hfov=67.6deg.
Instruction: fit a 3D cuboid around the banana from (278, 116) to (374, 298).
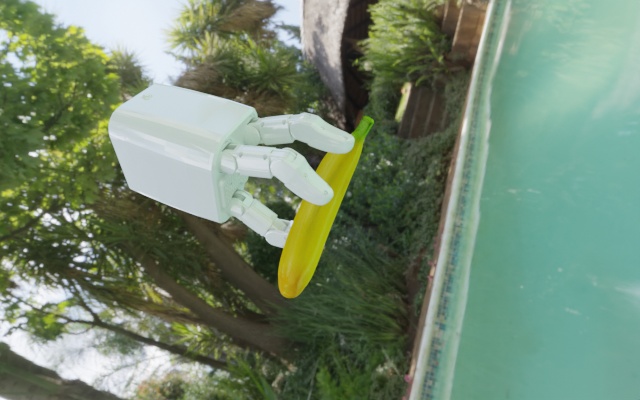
[{"bbox_3d":[-0.001,0.007,0.453,0.037,0.197,0.070,22,-27,2],"label":"banana"}]
